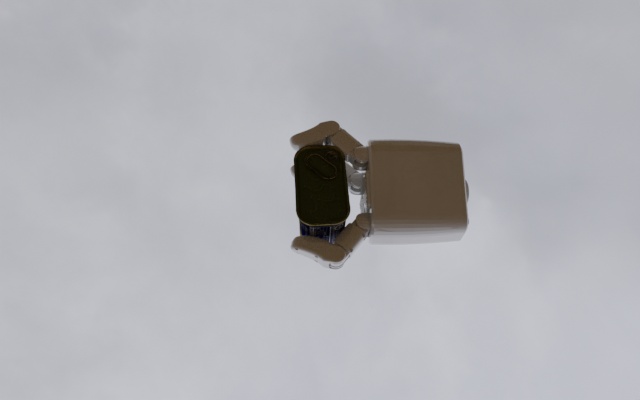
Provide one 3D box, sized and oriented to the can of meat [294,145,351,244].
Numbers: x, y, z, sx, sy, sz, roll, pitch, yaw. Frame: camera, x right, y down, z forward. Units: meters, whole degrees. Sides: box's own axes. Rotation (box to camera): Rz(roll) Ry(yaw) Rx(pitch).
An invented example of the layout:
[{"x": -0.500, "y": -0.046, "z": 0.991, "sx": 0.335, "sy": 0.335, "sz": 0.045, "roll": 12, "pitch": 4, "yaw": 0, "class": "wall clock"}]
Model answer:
[{"x": 0.000, "y": 0.002, "z": 0.549, "sx": 0.057, "sy": 0.102, "sz": 0.084, "roll": -3, "pitch": -30, "yaw": -3, "class": "can of meat"}]
